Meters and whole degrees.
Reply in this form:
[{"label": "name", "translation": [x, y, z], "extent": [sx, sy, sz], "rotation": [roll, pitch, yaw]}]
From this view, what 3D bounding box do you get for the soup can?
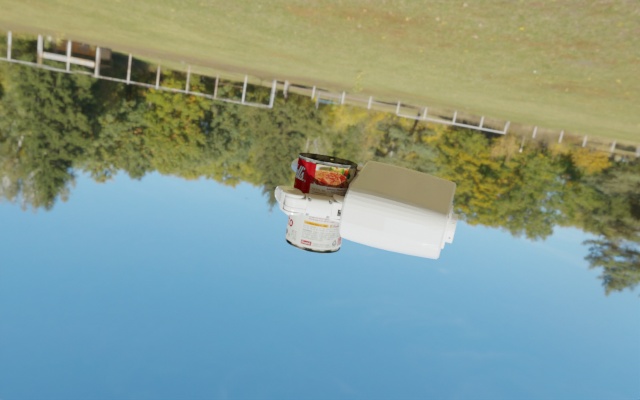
[{"label": "soup can", "translation": [0.000, 0.002, 0.548], "extent": [0.068, 0.102, 0.068], "rotation": [10, 12, -2]}]
